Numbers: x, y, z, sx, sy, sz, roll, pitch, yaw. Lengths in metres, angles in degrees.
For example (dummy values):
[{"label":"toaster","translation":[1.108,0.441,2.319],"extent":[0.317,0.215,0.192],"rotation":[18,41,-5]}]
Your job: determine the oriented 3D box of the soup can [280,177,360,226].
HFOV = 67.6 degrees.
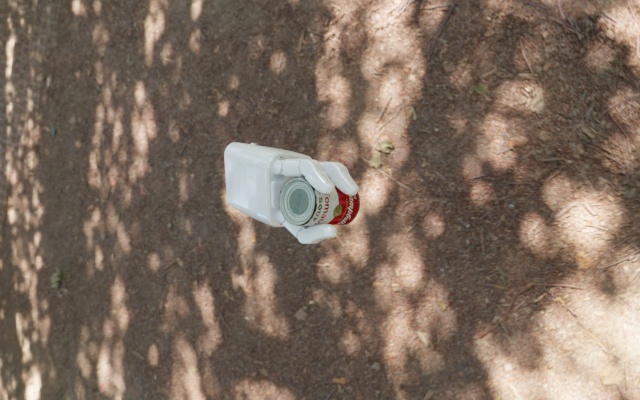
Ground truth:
[{"label":"soup can","translation":[0.000,0.002,0.680],"extent":[0.068,0.068,0.102],"rotation":[0,-1,39]}]
